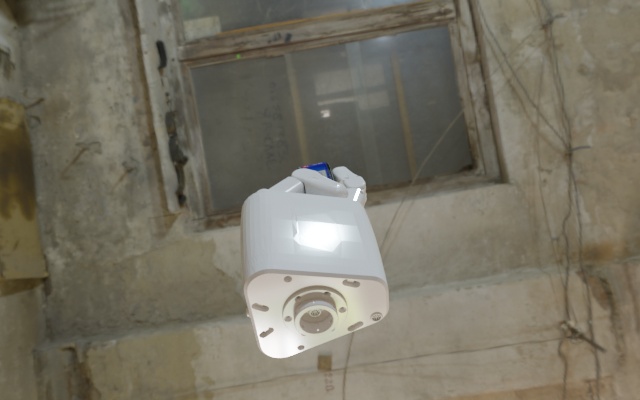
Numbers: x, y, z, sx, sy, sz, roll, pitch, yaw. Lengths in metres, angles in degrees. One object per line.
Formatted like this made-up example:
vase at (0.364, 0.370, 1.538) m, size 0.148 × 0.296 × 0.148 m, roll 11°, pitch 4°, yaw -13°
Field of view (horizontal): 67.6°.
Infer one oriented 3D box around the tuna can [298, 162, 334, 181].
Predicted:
tuna can at (0.001, 0.002, 0.525) m, size 0.034 × 0.086 × 0.086 m, roll -13°, pitch 1°, yaw -3°
